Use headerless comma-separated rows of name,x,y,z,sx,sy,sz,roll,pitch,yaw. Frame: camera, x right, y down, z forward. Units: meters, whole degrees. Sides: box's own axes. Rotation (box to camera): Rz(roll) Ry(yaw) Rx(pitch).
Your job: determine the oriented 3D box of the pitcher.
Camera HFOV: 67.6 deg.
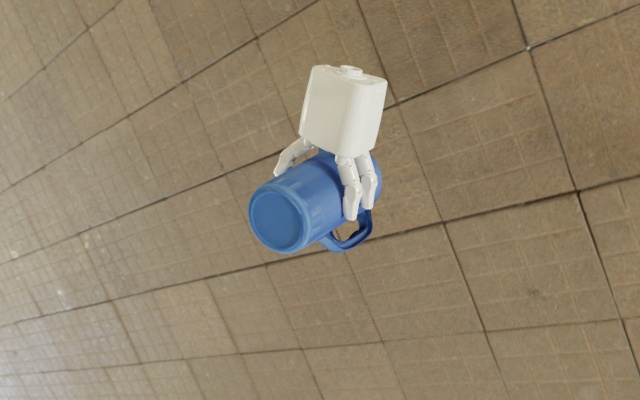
pitcher,0.000,0.002,0.770,0.149,0.145,0.242,25,28,21
